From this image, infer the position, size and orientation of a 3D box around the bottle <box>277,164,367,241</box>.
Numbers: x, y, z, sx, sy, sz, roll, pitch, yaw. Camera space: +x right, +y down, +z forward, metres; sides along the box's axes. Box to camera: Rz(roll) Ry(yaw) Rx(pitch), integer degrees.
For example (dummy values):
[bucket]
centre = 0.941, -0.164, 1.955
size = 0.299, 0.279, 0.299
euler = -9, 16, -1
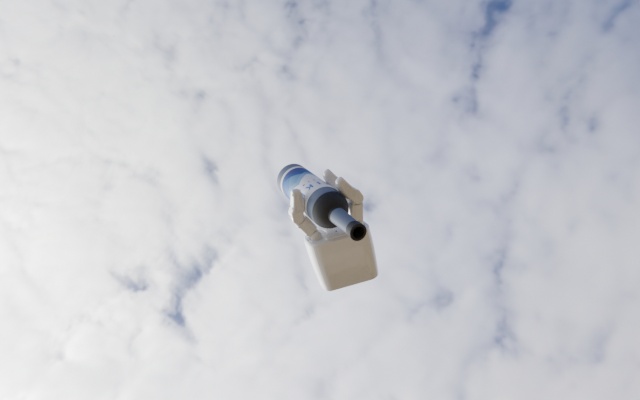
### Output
[bottle]
centre = 0.000, 0.003, 0.826
size = 0.069, 0.069, 0.295
euler = 0, 18, -23
